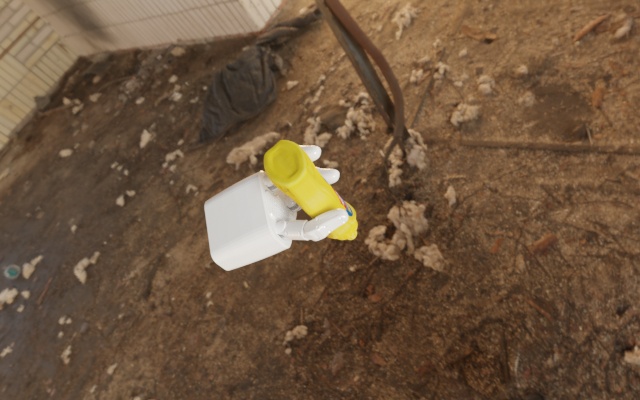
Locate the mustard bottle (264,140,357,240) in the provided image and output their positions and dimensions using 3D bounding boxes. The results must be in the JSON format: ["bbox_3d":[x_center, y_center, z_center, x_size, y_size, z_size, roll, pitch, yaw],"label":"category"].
[{"bbox_3d":[0.000,0.002,0.672,0.192,0.058,0.096,48,1,-42],"label":"mustard bottle"}]
